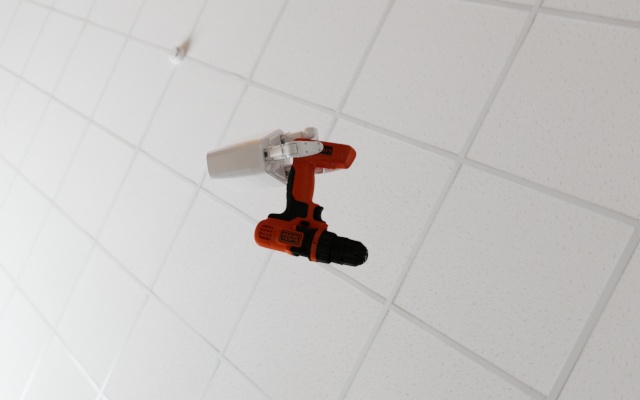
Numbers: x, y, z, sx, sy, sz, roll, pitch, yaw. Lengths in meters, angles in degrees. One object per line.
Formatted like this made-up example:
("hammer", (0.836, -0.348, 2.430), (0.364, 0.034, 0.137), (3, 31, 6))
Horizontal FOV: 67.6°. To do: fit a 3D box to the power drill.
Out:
("power drill", (0.000, 0.002, 0.750), (0.184, 0.187, 0.057), (11, -12, 15))
